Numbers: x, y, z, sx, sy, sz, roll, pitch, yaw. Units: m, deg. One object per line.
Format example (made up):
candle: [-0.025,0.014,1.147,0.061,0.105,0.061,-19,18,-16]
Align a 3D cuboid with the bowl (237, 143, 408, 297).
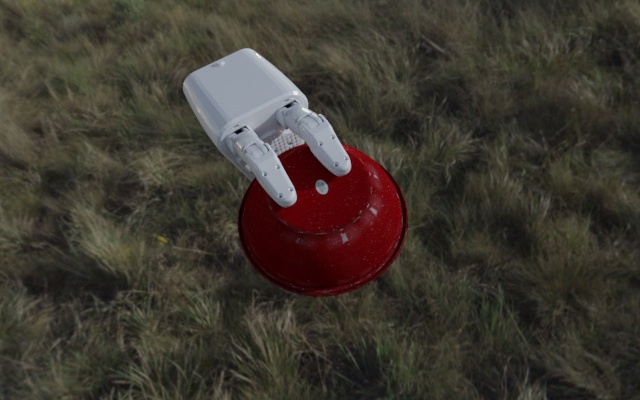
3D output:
bowl: [0.001,0.002,0.432,0.162,0.162,0.055,0,-30,4]
